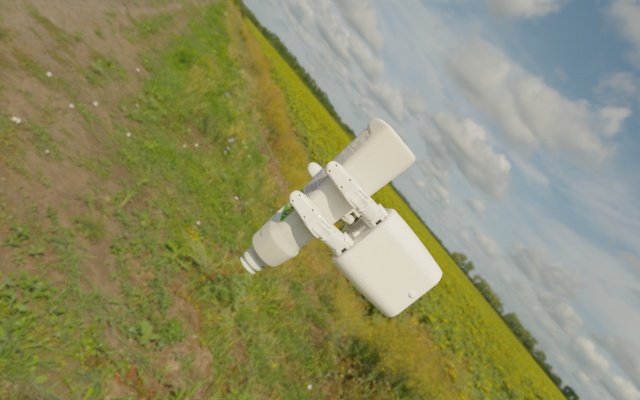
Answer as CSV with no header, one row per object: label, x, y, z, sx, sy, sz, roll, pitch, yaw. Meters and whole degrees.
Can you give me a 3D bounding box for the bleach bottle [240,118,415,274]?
bleach bottle,0.000,0.002,0.612,0.251,0.068,0.102,-40,12,7
